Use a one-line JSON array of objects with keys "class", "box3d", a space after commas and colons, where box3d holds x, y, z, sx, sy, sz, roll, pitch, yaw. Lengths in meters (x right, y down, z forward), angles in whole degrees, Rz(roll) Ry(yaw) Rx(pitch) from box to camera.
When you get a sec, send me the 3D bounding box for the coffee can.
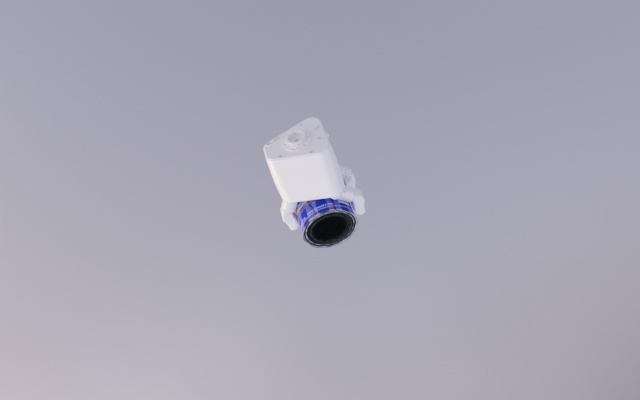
[{"class": "coffee can", "box3d": [0.000, 0.003, 0.894, 0.103, 0.140, 0.103, -11, -42, -10]}]
